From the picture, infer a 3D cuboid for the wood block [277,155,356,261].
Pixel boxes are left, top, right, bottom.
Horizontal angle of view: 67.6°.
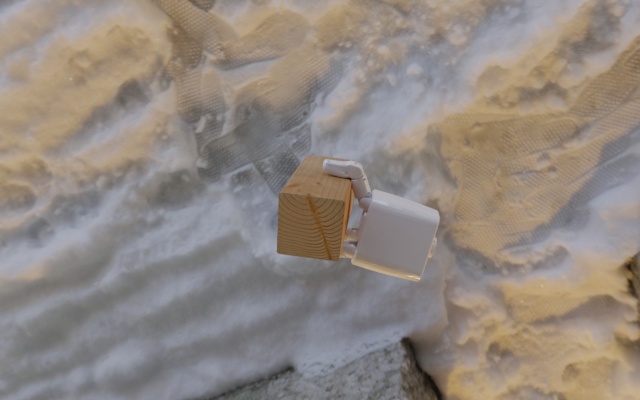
[{"bbox_3d":[0.001,0.002,0.730,0.090,0.091,0.206,7,20,6],"label":"wood block"}]
